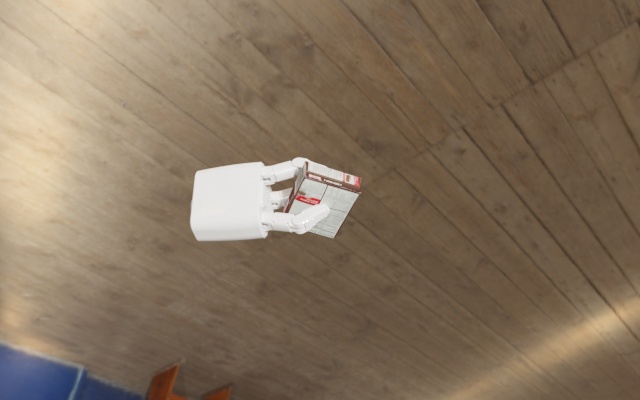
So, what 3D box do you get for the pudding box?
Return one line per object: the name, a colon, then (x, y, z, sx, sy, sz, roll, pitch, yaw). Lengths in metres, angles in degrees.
pudding box: (0.000, 0.002, 0.725, 0.090, 0.039, 0.114, 16, -46, -13)
